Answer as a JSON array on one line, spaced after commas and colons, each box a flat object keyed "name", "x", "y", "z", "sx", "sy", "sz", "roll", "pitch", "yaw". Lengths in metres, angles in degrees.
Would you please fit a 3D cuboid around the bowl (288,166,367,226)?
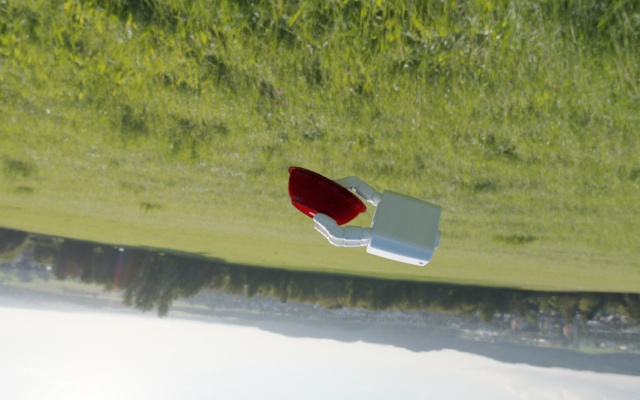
[{"name": "bowl", "x": -0.001, "y": 0.003, "z": 0.865, "sx": 0.162, "sy": 0.055, "sz": 0.162, "roll": 28, "pitch": -11, "yaw": 6}]
